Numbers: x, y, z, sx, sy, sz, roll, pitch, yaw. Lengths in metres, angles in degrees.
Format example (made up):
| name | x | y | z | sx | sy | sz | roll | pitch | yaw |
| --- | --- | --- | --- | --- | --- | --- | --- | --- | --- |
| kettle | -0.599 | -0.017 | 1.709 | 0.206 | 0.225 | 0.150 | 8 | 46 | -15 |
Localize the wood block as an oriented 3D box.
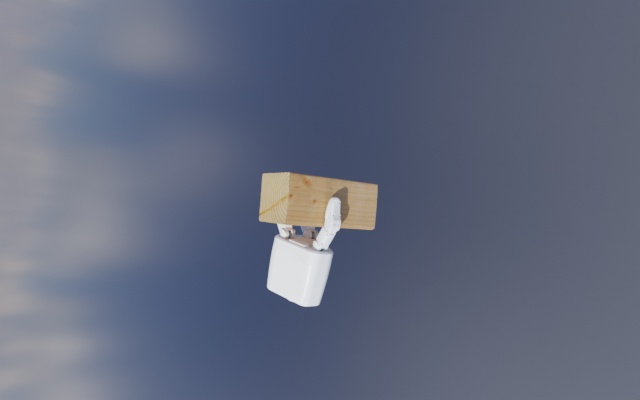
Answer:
| name | x | y | z | sx | sy | sz | roll | pitch | yaw |
| --- | --- | --- | --- | --- | --- | --- | --- | --- | --- |
| wood block | 0.000 | 0.003 | 0.891 | 0.206 | 0.090 | 0.091 | 5 | -1 | -38 |
